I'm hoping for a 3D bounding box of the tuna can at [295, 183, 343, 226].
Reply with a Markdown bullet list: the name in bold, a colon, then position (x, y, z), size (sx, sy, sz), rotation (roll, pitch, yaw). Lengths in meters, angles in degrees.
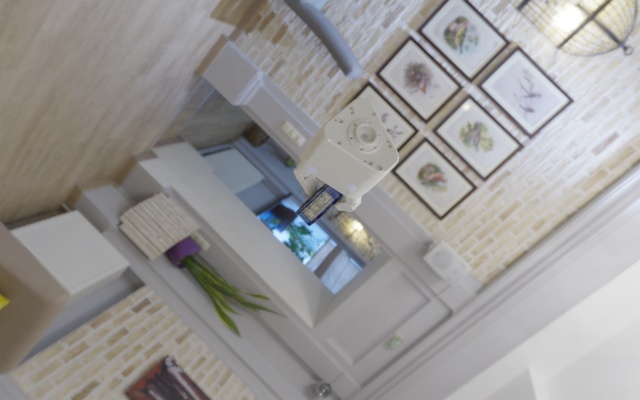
- **tuna can**: position (0.000, 0.003, 0.793), size (0.086, 0.034, 0.086), rotation (-43, 3, 3)
